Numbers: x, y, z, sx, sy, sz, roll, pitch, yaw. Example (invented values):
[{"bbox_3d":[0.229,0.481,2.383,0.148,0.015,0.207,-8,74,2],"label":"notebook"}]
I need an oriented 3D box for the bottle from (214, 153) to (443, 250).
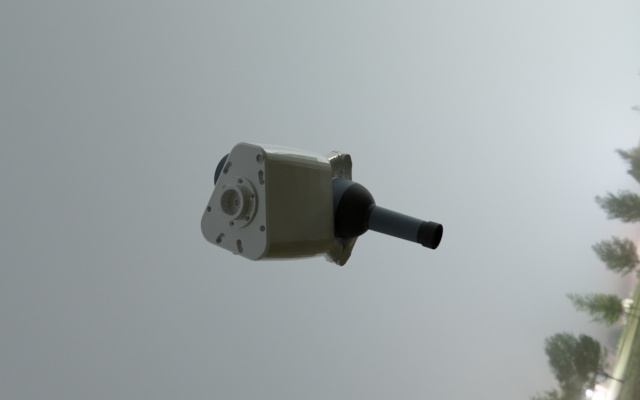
[{"bbox_3d":[0.000,0.002,0.560,0.295,0.069,0.069,16,9,33],"label":"bottle"}]
